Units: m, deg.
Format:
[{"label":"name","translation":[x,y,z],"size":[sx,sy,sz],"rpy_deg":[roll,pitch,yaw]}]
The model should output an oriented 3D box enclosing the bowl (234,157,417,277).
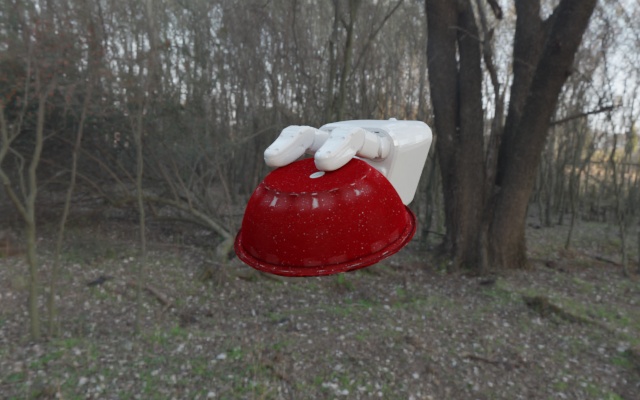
[{"label":"bowl","translation":[0.000,0.001,0.413],"size":[0.162,0.055,0.162],"rpy_deg":[-7,23,3]}]
